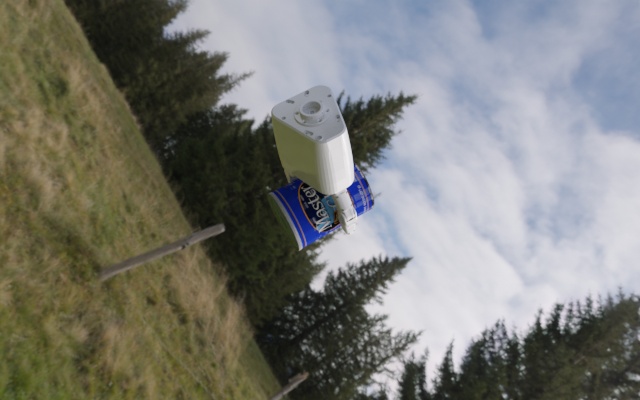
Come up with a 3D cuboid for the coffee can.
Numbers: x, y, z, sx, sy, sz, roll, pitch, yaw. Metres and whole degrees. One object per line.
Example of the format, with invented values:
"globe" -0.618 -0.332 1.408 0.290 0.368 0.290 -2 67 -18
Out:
"coffee can" 0.000 0.003 0.768 0.140 0.103 0.103 -28 7 -13
